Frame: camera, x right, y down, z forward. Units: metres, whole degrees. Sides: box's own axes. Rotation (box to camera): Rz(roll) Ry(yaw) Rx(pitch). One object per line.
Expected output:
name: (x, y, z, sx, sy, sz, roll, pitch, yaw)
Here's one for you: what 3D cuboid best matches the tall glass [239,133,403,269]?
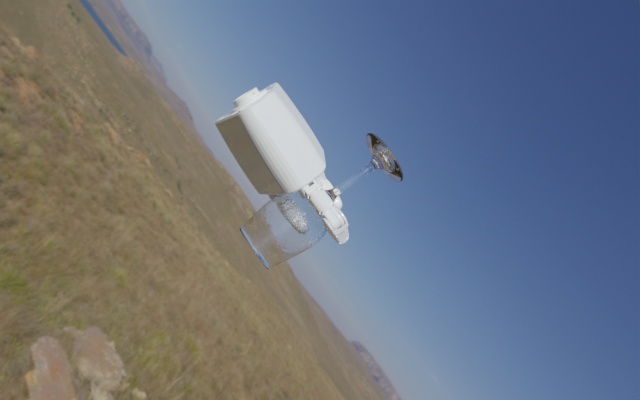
tall glass: (0.001, 0.002, 0.590, 0.201, 0.079, 0.079, -35, 5, -7)
